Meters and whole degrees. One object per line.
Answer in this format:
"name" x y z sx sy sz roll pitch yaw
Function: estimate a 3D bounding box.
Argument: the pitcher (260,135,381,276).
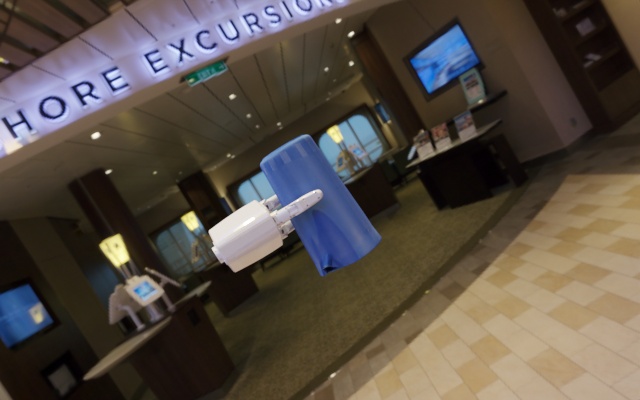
"pitcher" 0.000 0.003 0.885 0.145 0.243 0.149 -32 4 -9
